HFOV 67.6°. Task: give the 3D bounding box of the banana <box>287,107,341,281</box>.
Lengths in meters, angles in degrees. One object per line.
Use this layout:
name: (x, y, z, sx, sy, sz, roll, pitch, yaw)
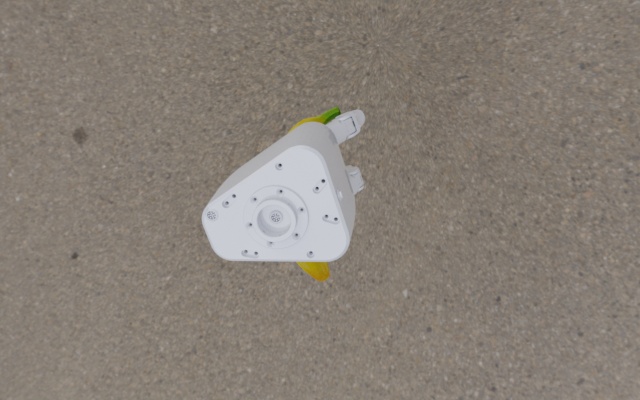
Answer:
banana: (-0.018, -0.003, 0.521, 0.069, 0.198, 0.037, 4, 15, 0)
